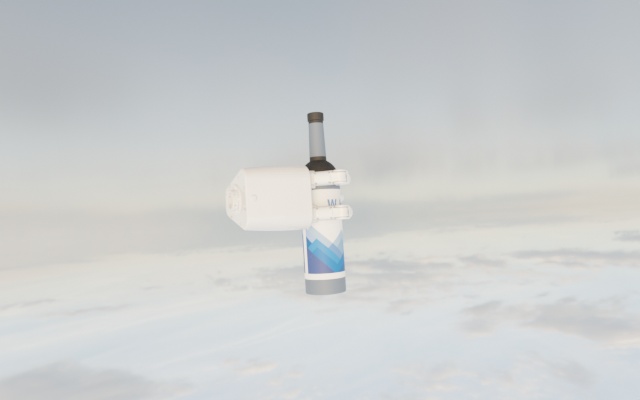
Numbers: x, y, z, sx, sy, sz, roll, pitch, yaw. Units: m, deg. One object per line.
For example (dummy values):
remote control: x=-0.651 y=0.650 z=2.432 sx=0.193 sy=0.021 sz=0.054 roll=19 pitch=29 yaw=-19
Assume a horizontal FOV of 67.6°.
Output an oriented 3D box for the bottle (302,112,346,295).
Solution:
bottle: x=0.000 y=0.003 z=0.785 sx=0.069 sy=0.295 sz=0.069 roll=-3 pitch=-2 yaw=0
